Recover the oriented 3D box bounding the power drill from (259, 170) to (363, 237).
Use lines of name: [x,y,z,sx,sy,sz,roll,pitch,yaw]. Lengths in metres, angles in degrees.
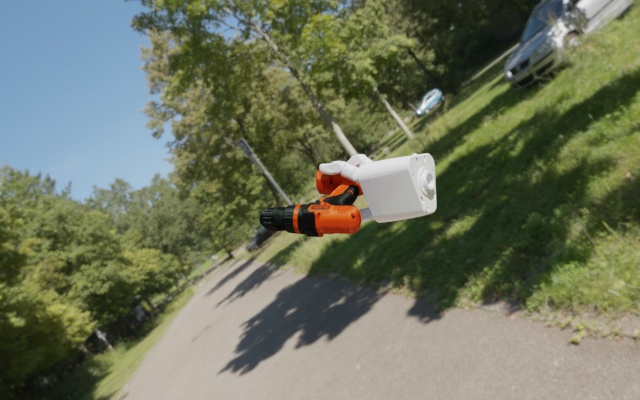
power drill: [0.001,0.003,0.881,0.184,0.057,0.187,2,29,19]
